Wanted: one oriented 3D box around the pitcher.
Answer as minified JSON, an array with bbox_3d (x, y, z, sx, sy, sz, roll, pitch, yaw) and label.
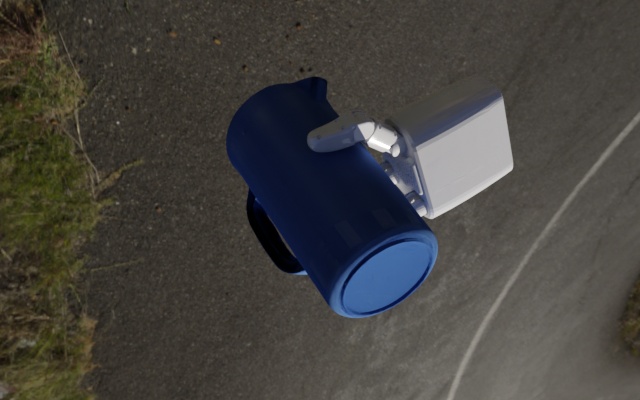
[{"bbox_3d":[0.000,0.001,0.481,0.145,0.149,0.242,-27,47,-9],"label":"pitcher"}]
